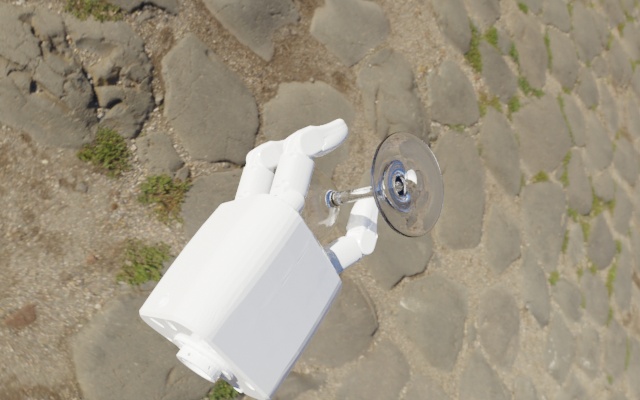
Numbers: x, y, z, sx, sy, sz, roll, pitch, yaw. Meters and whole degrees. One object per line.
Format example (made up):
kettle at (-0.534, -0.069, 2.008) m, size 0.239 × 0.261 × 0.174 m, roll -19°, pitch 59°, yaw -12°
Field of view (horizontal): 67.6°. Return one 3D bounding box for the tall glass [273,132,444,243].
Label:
tall glass at (0.001, 0.001, 0.406) m, size 0.079 × 0.079 × 0.201 m, roll 0°, pitch -7°, yaw -39°
